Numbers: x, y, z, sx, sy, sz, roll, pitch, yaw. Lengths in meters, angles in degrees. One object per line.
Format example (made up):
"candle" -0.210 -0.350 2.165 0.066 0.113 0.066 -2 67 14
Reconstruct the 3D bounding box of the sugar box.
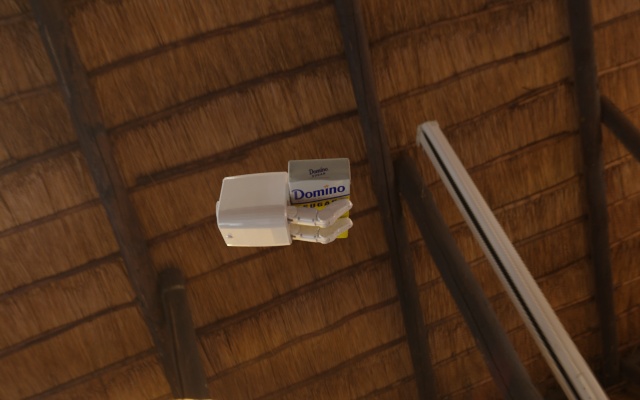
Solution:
"sugar box" 0.000 0.003 0.773 0.093 0.048 0.176 -3 -31 1
